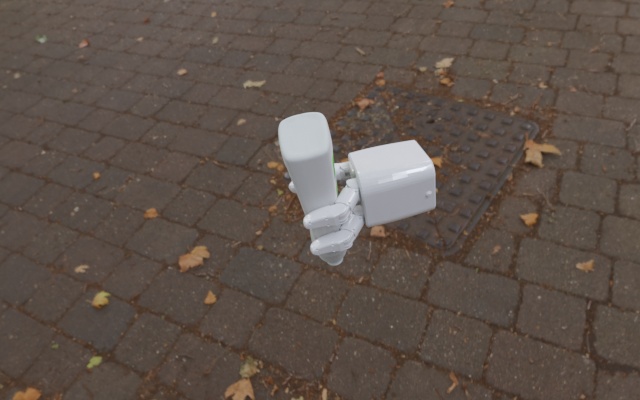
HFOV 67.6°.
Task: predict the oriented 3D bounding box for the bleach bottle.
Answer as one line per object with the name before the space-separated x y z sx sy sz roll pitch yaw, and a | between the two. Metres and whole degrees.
bleach bottle | 0.000 0.002 0.702 0.068 0.251 0.102 -12 44 2
